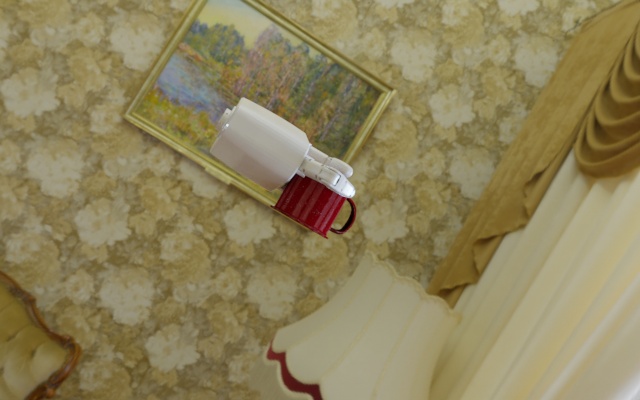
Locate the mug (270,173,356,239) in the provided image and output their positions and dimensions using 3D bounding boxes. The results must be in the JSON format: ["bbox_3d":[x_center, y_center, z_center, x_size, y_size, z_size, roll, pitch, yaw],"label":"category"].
[{"bbox_3d":[0.001,0.003,0.668,0.117,0.081,0.093,31,-4,-16],"label":"mug"}]
